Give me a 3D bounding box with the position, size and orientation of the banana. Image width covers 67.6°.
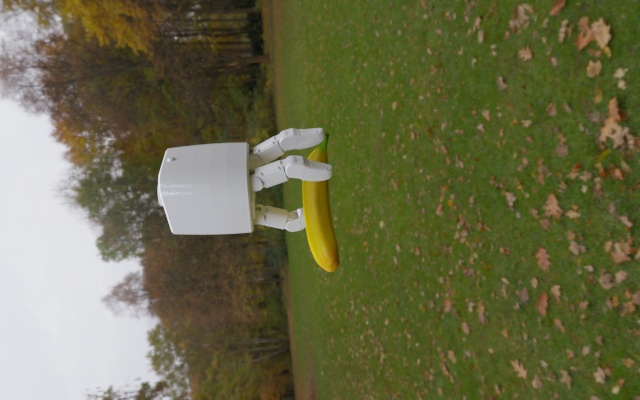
[{"bbox_3d":[-0.002,0.009,0.608,0.037,0.197,0.070,-1,-31,-7],"label":"banana"}]
